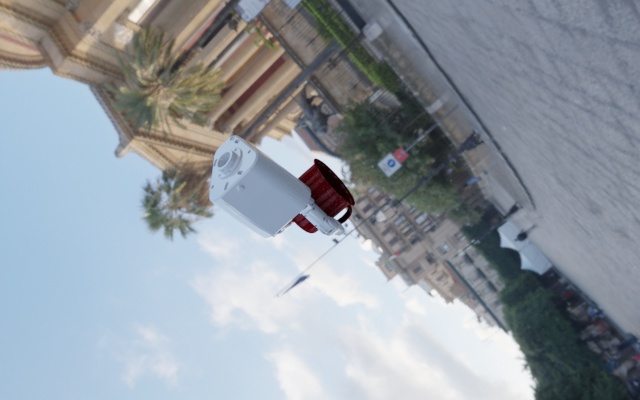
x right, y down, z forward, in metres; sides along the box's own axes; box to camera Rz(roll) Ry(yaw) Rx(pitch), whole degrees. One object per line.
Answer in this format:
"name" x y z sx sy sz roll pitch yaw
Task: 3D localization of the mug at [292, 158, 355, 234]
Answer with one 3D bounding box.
"mug" 0.001 0.003 0.742 0.117 0.081 0.093 38 18 -37
